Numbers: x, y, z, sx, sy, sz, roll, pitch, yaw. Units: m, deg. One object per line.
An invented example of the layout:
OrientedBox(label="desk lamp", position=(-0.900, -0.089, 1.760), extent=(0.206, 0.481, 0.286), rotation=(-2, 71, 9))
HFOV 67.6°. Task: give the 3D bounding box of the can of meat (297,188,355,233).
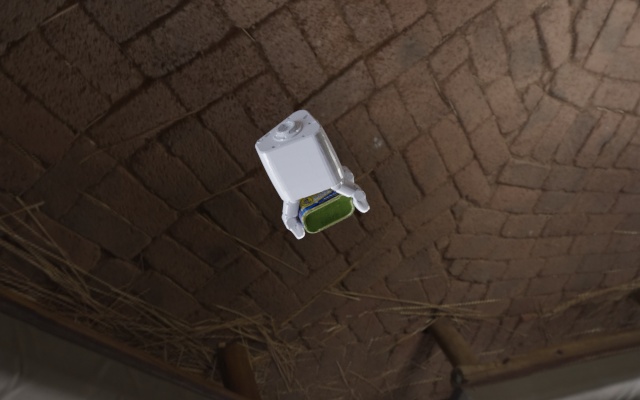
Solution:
OrientedBox(label="can of meat", position=(0.000, 0.003, 0.856), extent=(0.102, 0.057, 0.084), rotation=(-27, 38, -7))
